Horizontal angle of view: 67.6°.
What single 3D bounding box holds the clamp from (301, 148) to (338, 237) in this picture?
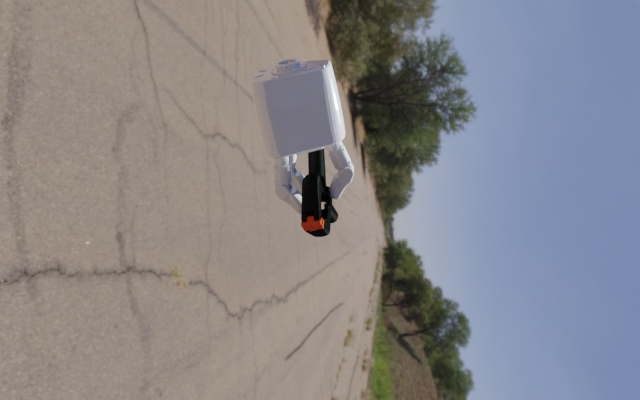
[{"bbox_3d":[0.001,0.002,0.725,0.036,0.165,0.209,-9,28,9],"label":"clamp"}]
